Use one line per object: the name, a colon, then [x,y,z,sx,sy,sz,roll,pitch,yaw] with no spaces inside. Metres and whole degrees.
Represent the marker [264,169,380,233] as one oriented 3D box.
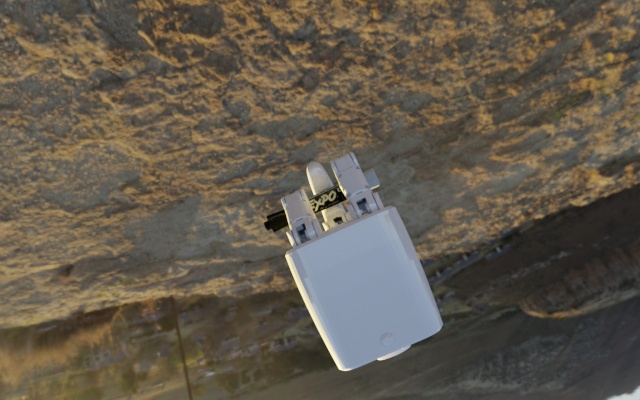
marker: [0.000,0.001,0.474,0.121,0.020,0.020,-24,-1,3]
